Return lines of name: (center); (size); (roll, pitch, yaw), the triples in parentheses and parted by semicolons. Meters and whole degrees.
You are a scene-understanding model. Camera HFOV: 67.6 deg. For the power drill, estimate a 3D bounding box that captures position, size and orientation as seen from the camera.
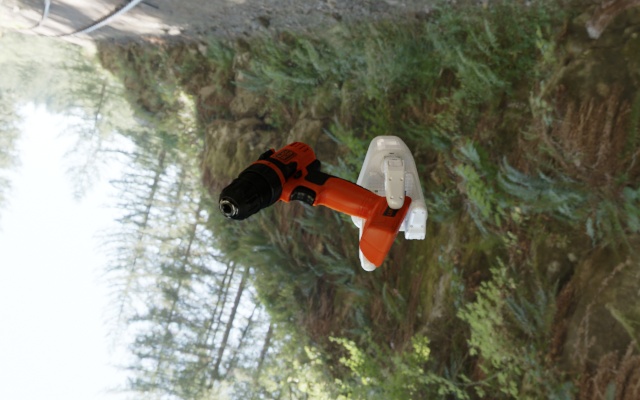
power drill: (0.001, 0.002, 0.549); (0.187, 0.057, 0.184); (27, 33, 12)
